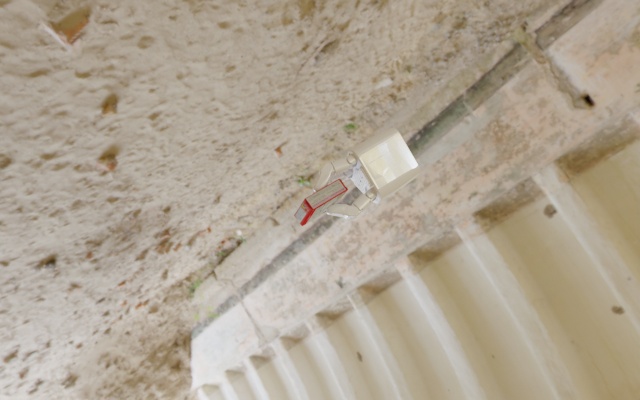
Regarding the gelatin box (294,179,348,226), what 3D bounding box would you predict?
[{"bbox_3d":[0.000,0.003,0.887,0.089,0.030,0.073,-32,-12,-29],"label":"gelatin box"}]
